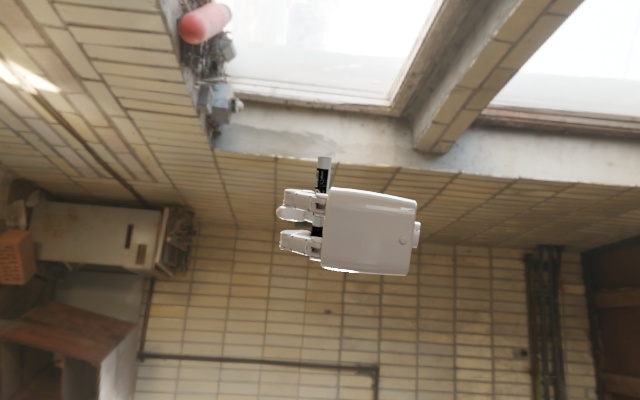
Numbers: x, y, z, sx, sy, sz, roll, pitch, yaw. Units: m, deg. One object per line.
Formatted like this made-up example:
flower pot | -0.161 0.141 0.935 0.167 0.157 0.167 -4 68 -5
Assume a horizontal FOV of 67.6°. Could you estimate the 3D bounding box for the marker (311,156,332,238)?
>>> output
marker | 0.000 0.002 0.634 0.020 0.121 0.020 6 8 -1
